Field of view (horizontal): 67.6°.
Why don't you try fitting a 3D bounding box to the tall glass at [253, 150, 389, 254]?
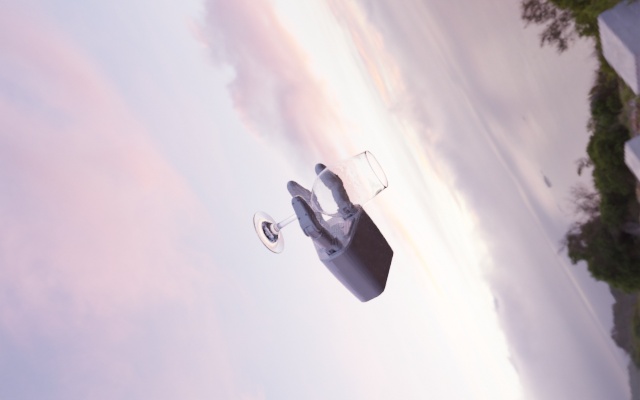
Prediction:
[{"bbox_3d":[-0.001,0.003,0.711,0.201,0.079,0.079,-31,-12,20],"label":"tall glass"}]
